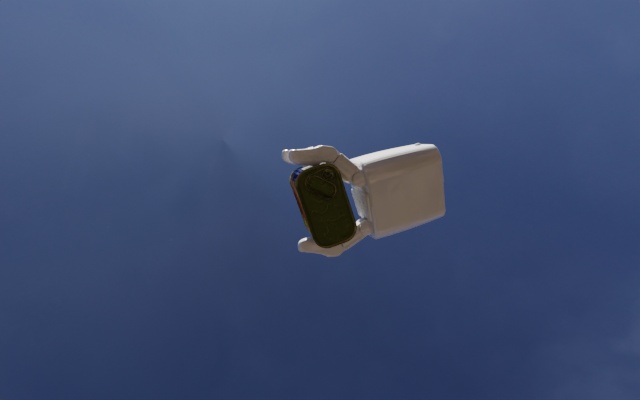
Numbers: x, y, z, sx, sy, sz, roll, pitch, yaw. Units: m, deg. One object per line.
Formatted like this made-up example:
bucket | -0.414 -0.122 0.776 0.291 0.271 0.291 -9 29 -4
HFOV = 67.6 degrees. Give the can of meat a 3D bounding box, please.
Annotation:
can of meat | 0.000 0.002 0.619 0.057 0.102 0.084 -20 11 -8
